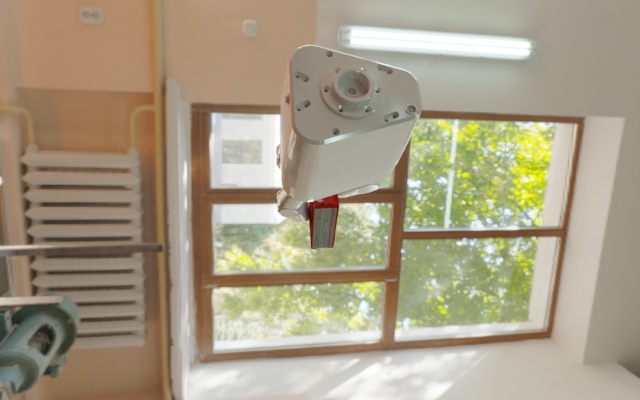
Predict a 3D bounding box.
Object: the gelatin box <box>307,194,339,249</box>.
[{"bbox_3d":[0.001,0.002,0.539,0.030,0.073,0.089,-3,-35,-4],"label":"gelatin box"}]
